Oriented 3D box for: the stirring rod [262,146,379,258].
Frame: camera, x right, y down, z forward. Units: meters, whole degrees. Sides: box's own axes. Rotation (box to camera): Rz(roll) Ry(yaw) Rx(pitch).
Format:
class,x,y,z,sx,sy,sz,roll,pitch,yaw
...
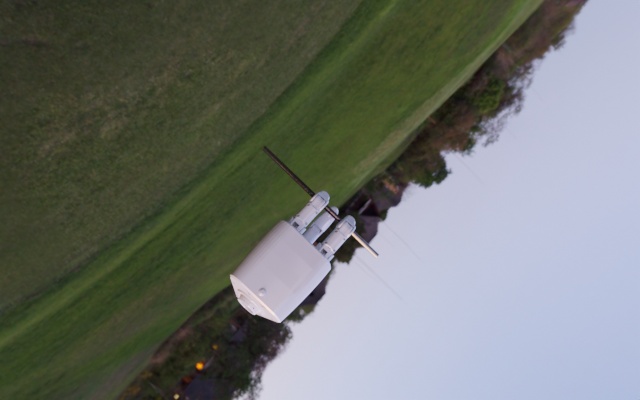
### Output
class,x,y,z,sx,sy,sz,roll,pitch,yaw
stirring rod,0.000,0.002,0.731,0.239,0.011,0.011,44,-1,-1
